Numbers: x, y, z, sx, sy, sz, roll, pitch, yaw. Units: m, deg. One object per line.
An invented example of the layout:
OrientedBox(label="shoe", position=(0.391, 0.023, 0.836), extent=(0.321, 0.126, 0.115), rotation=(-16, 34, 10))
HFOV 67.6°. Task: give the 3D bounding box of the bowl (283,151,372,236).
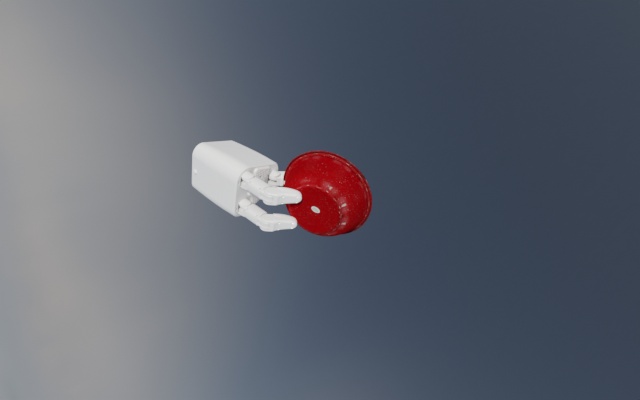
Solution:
OrientedBox(label="bowl", position=(0.001, 0.003, 0.782), extent=(0.162, 0.162, 0.055), rotation=(0, 30, 25))
